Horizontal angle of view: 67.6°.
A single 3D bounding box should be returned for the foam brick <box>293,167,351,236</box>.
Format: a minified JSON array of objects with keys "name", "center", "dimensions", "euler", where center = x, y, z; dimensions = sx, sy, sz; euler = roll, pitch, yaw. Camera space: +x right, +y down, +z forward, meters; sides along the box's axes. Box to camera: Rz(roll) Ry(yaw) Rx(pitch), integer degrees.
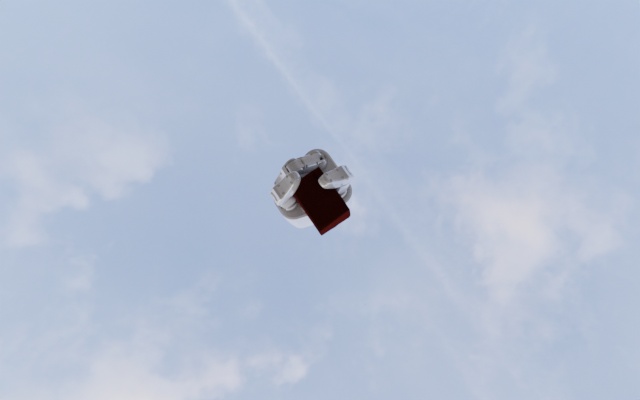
[{"name":"foam brick","center":[0.000,0.002,0.673],"dimensions":[0.053,0.078,0.051],"euler":[-34,-14,-4]}]
